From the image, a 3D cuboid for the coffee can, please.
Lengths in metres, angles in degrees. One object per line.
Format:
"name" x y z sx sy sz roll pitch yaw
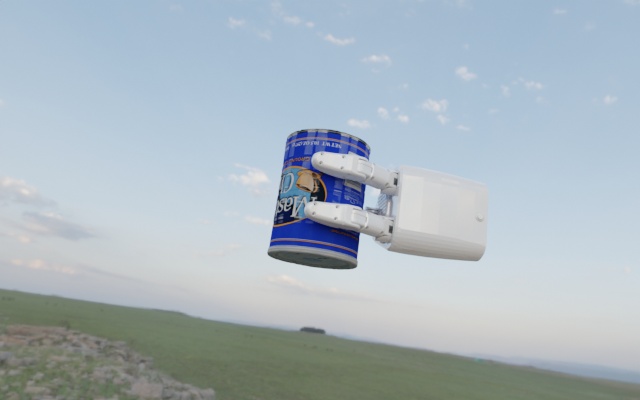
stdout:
"coffee can" 0.000 0.002 0.555 0.103 0.140 0.103 8 -15 2
